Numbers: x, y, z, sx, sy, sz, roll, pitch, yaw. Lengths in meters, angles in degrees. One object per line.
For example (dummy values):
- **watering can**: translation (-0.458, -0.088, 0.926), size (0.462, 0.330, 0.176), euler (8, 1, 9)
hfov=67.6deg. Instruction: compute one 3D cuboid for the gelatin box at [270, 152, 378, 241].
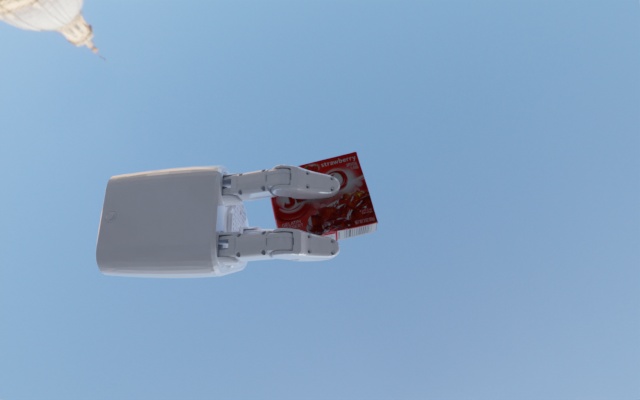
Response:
- **gelatin box**: translation (0.000, 0.002, 0.438), size (0.089, 0.073, 0.030), euler (-13, -23, -4)
